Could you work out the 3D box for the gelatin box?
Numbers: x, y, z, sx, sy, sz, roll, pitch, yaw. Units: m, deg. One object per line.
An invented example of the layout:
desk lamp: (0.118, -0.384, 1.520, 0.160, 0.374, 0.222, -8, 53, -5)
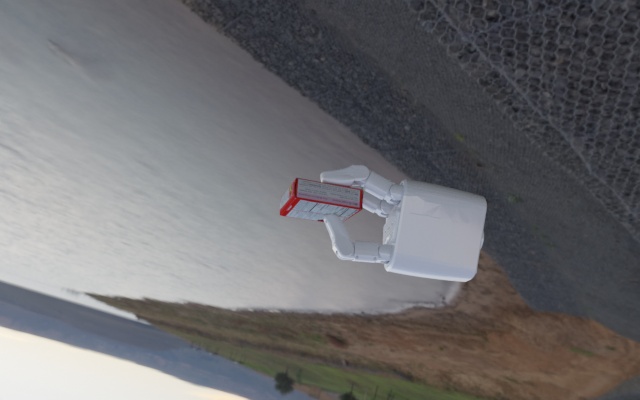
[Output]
gelatin box: (0.000, 0.002, 0.603, 0.089, 0.030, 0.073, 9, -20, -17)
